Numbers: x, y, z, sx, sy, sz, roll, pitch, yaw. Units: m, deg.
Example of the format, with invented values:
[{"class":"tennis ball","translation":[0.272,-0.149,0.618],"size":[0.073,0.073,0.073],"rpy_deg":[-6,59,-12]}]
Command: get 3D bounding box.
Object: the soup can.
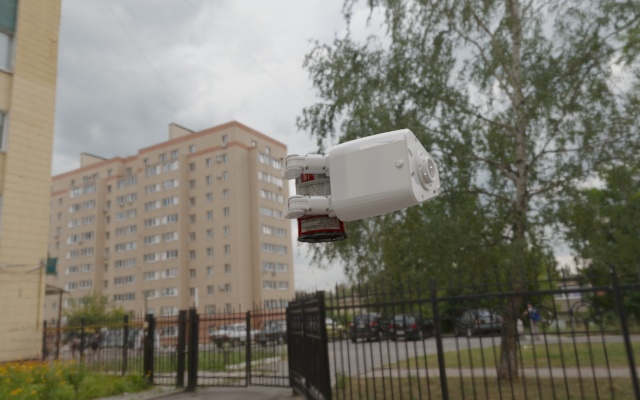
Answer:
[{"class":"soup can","translation":[0.000,0.002,0.646],"size":[0.068,0.102,0.068],"rpy_deg":[-4,-13,-1]}]
